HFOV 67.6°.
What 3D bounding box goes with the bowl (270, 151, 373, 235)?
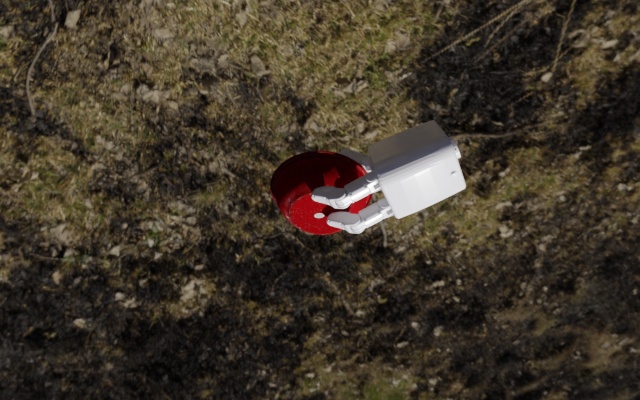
[{"bbox_3d":[-0.001,0.003,0.731,0.162,0.055,0.162,2,-44,2],"label":"bowl"}]
